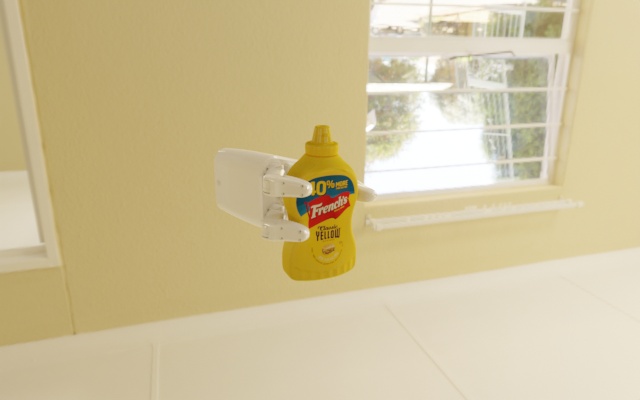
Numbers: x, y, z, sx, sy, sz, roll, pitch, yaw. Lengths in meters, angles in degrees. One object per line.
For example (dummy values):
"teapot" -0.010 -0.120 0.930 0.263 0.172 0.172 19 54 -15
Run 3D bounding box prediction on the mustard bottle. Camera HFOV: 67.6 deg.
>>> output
"mustard bottle" 0.000 0.002 0.598 0.096 0.192 0.058 -7 19 -23
